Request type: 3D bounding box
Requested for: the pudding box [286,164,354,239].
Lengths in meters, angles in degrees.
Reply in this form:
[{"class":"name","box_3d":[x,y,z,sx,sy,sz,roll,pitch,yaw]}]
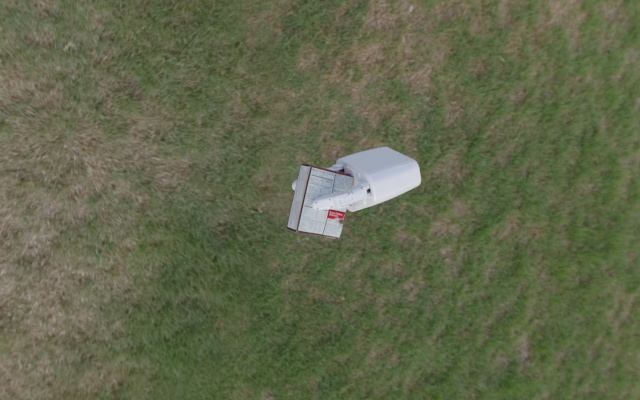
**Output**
[{"class":"pudding box","box_3d":[0.000,0.003,0.795,0.090,0.113,0.039,12,0,-32]}]
